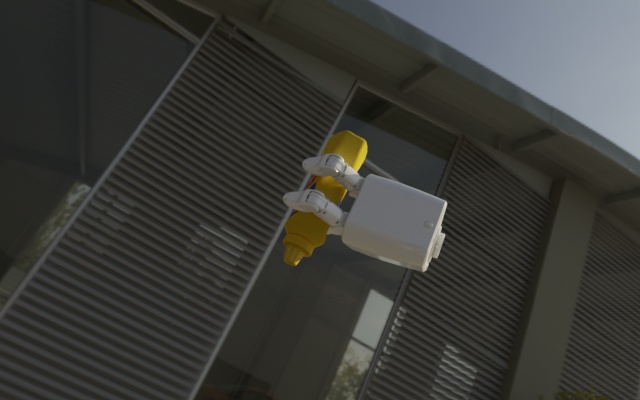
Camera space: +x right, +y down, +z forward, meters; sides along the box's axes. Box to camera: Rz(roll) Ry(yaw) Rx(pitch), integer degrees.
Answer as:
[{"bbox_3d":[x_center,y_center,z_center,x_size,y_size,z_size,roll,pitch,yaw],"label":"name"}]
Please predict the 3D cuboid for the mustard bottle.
[{"bbox_3d":[0.000,0.002,0.650,0.058,0.191,0.096,29,-23,-6],"label":"mustard bottle"}]
